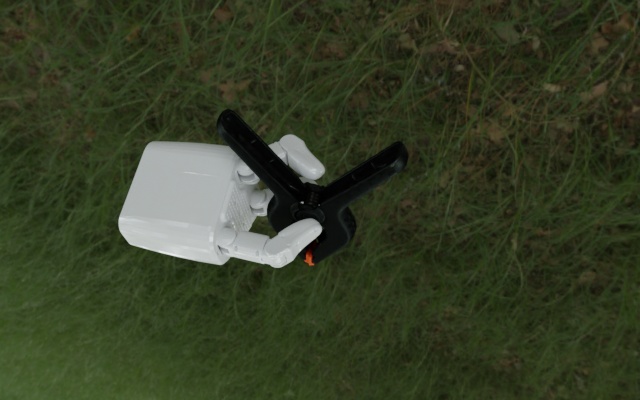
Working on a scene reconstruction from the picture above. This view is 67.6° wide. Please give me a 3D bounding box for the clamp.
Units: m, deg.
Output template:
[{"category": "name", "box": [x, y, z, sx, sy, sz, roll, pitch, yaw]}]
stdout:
[{"category": "clamp", "box": [0.000, 0.002, 0.466, 0.164, 0.036, 0.210, 9, -36, 14]}]
